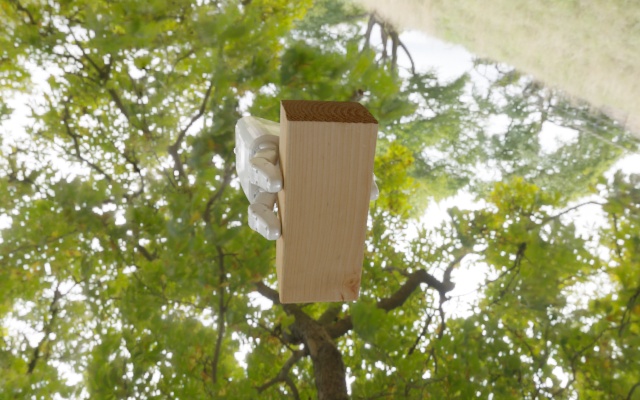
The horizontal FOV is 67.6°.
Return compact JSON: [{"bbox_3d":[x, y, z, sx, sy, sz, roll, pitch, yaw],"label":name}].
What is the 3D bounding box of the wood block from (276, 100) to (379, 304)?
[{"bbox_3d":[0.000,0.002,0.527,0.091,0.206,0.090,-1,25,-9],"label":"wood block"}]
